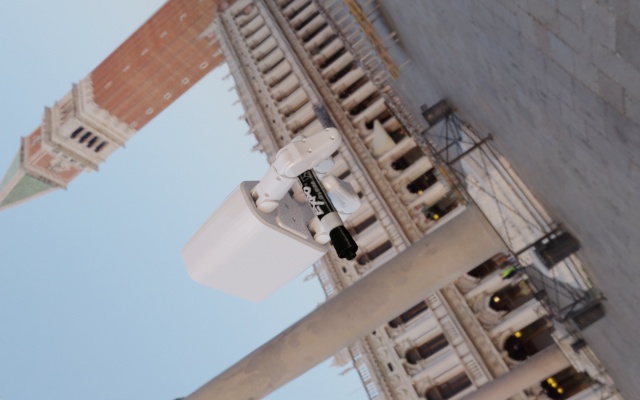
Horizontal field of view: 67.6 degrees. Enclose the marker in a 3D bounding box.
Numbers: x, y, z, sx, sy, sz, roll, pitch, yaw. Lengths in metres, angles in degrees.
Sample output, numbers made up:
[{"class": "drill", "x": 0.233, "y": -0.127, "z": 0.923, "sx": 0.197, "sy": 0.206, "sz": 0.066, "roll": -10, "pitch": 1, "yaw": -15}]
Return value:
[{"class": "marker", "x": 0.000, "y": 0.001, "z": 0.419, "sx": 0.020, "sy": 0.121, "sz": 0.020, "roll": -21, "pitch": -31, "yaw": -14}]
